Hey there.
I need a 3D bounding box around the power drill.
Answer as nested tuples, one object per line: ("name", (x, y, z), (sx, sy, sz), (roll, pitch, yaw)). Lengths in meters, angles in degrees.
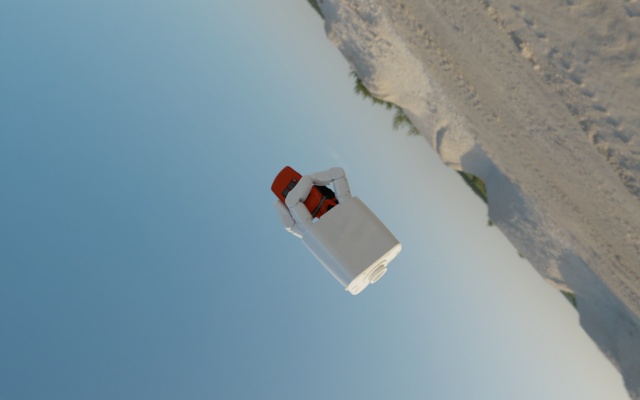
("power drill", (0.000, 0.003, 0.851), (0.184, 0.057, 0.188), (41, 10, 39))
